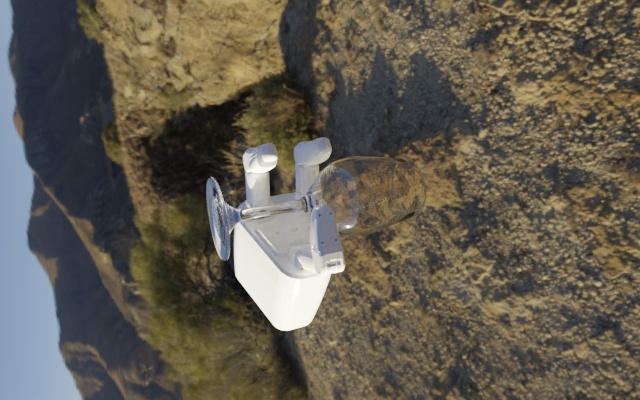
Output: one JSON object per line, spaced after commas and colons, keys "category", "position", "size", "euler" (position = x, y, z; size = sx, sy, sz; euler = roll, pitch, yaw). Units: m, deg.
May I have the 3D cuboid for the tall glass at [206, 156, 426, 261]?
{"category": "tall glass", "position": [-0.001, 0.002, 0.453], "size": [0.201, 0.079, 0.079], "euler": [-10, 4, -22]}
